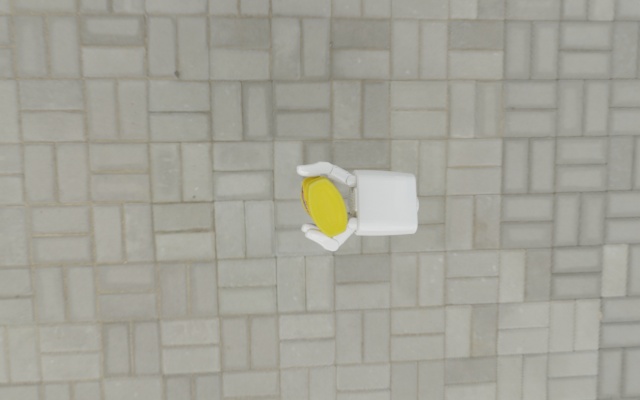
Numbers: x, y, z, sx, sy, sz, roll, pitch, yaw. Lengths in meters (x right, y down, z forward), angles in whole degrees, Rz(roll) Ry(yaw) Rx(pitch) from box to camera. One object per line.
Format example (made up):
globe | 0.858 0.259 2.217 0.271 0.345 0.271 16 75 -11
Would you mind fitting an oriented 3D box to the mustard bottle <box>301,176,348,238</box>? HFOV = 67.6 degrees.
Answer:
mustard bottle | 0.000 0.003 0.841 0.058 0.096 0.191 -23 8 -4
